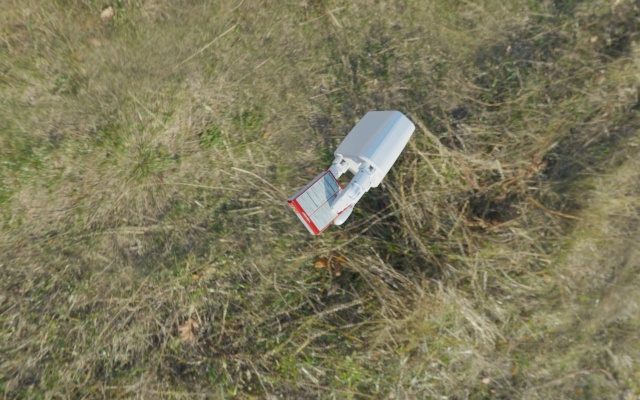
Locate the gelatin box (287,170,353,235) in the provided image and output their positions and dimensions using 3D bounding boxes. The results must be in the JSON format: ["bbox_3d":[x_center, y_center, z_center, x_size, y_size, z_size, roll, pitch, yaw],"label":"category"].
[{"bbox_3d":[0.000,0.003,0.808,0.089,0.073,0.030,-41,16,-18],"label":"gelatin box"}]
